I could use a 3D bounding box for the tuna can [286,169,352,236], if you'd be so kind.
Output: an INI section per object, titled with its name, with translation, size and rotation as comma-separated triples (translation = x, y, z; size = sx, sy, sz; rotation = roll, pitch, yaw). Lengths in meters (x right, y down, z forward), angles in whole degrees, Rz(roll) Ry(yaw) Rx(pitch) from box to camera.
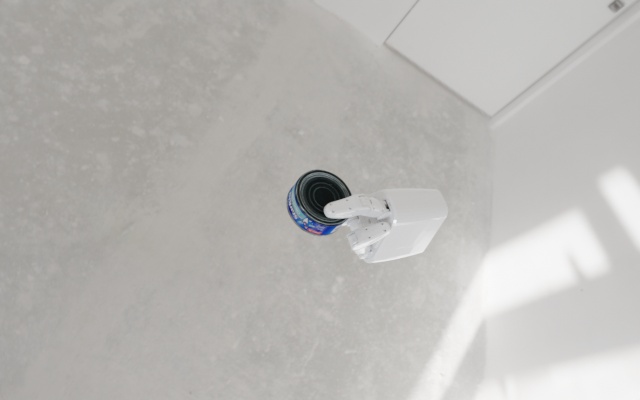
[tuna can]
translation = 0.000, 0.002, 0.638
size = 0.086, 0.086, 0.034
rotation = 0, -27, -26
